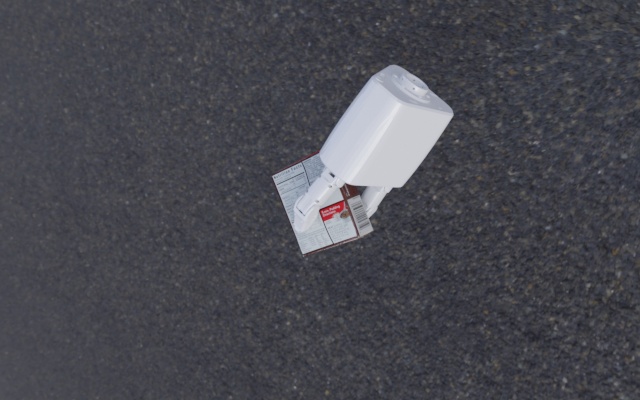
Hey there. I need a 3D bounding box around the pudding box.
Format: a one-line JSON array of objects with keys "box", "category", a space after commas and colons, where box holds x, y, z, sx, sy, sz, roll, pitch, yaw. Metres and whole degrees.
[{"box": [0.000, 0.002, 0.578, 0.090, 0.113, 0.039, -22, -3, 34], "category": "pudding box"}]
